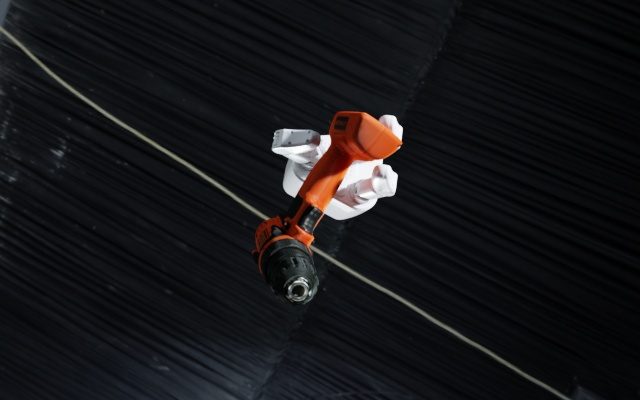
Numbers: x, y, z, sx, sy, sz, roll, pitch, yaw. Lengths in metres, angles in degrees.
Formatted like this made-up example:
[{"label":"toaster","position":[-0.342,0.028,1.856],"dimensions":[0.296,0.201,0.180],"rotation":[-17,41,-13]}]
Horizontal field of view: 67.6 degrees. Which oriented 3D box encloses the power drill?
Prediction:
[{"label":"power drill","position":[0.000,0.001,0.479],"dimensions":[0.057,0.187,0.184],"rotation":[35,2,-18]}]
